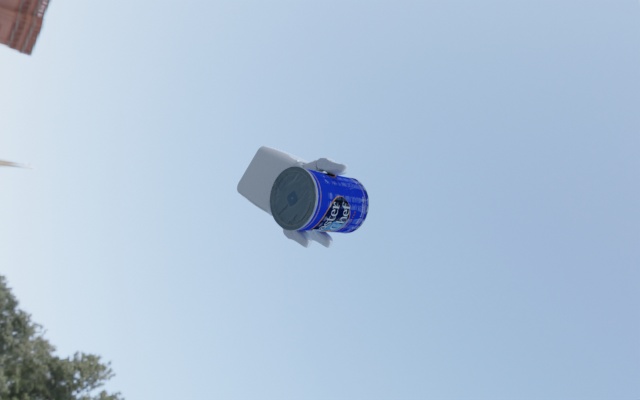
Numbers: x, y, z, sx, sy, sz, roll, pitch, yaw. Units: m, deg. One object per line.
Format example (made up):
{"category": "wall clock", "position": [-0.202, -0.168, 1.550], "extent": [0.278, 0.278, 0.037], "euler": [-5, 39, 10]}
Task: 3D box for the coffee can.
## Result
{"category": "coffee can", "position": [0.000, 0.003, 0.807], "extent": [0.103, 0.103, 0.140], "euler": [0, -5, 42]}
